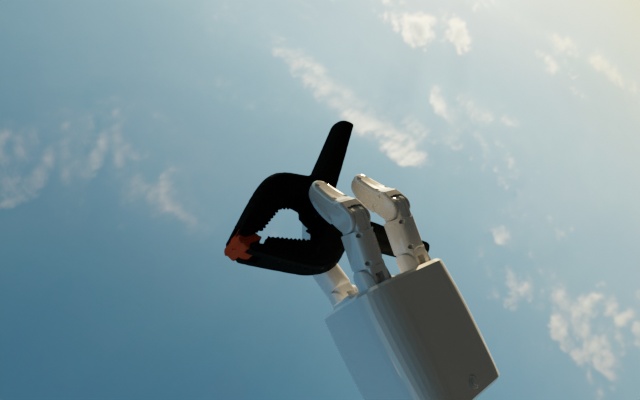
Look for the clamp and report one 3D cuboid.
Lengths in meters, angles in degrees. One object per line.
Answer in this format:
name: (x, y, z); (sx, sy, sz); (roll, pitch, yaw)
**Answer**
clamp: (-0.001, 0.002, 0.432); (0.210, 0.164, 0.036); (-12, -21, -43)
